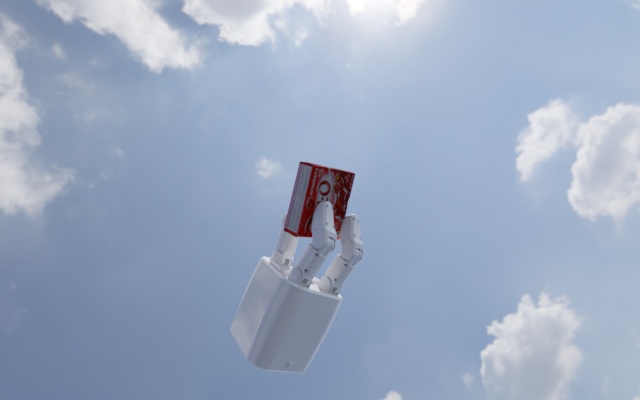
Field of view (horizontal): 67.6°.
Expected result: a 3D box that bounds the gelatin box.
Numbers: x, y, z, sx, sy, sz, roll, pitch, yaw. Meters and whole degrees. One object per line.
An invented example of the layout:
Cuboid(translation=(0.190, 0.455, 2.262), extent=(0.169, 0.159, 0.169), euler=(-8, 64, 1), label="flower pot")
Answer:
Cuboid(translation=(0.000, 0.001, 0.586), extent=(0.073, 0.089, 0.030), euler=(8, 8, -43), label="gelatin box")
